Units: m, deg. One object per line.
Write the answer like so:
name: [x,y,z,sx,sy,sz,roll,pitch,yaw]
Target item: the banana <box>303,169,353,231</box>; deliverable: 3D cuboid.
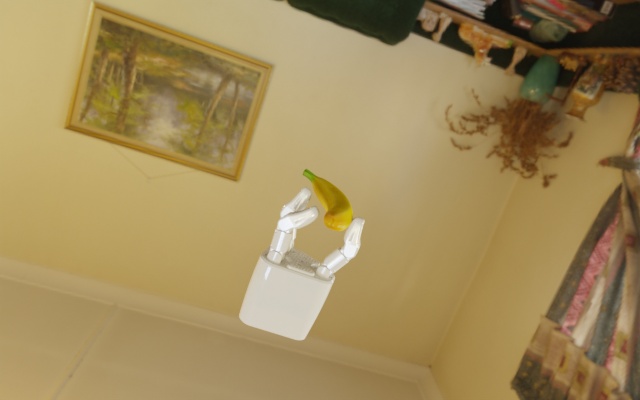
banana: [0.016,0.007,0.714,0.069,0.037,0.197,21,15,-20]
